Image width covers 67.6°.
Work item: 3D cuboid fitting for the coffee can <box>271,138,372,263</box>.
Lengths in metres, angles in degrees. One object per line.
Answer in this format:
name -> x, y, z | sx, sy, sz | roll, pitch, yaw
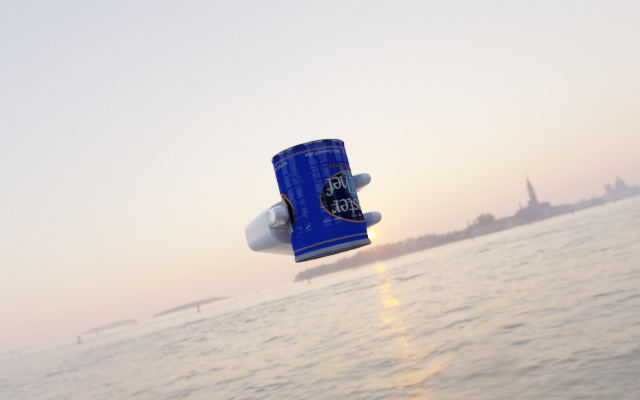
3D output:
coffee can -> 0.000, 0.002, 0.630 | 0.103, 0.140, 0.103 | -14, -9, -2
